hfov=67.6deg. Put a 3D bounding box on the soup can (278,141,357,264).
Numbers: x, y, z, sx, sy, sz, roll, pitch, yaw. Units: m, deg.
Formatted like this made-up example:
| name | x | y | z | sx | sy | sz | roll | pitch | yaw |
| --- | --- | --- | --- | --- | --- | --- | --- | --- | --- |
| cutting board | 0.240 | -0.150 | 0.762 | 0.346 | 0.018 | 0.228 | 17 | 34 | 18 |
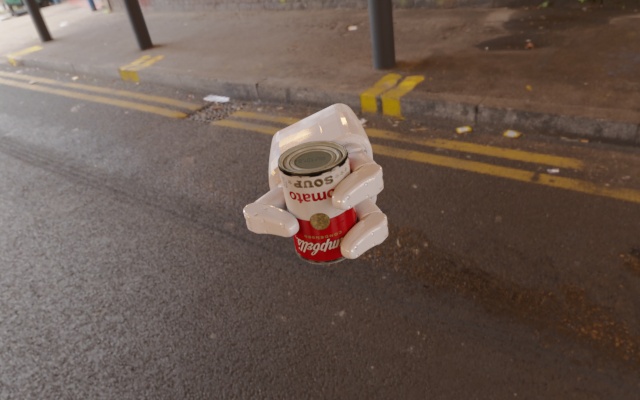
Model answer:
| name | x | y | z | sx | sy | sz | roll | pitch | yaw |
| --- | --- | --- | --- | --- | --- | --- | --- | --- | --- |
| soup can | 0.000 | 0.002 | 0.465 | 0.068 | 0.102 | 0.068 | -7 | 32 | 4 |
